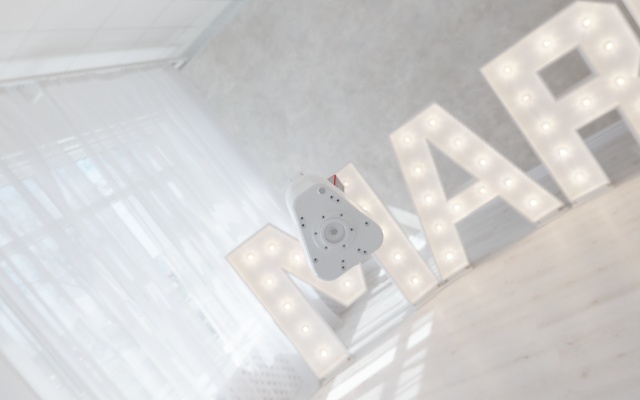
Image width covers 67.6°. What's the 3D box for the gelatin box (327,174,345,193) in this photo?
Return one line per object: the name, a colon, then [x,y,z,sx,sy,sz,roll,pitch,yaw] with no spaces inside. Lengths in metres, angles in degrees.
gelatin box: [0.000,0.002,0.717,0.073,0.030,0.089,-34,15,13]
